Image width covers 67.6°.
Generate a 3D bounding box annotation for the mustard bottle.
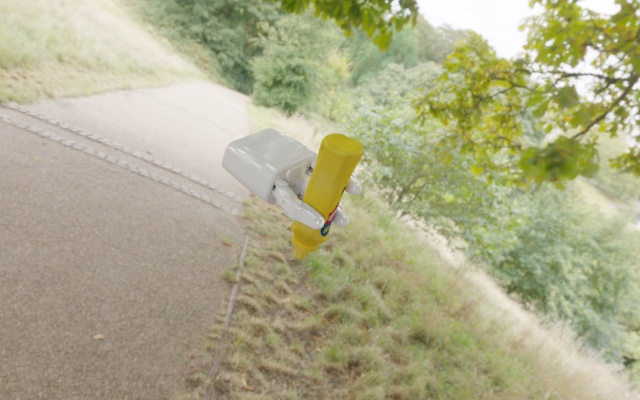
[{"bbox_3d":[0.000,0.002,0.688,0.058,0.192,0.096,24,22,5],"label":"mustard bottle"}]
